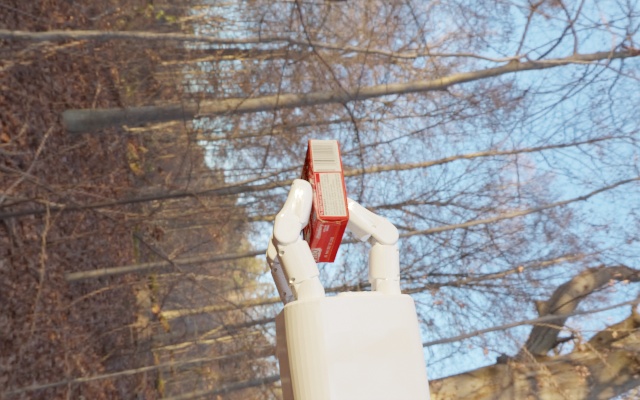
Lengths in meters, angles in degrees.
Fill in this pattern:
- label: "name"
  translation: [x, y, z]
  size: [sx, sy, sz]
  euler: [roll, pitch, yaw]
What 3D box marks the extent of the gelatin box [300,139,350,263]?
- label: "gelatin box"
  translation: [0.000, 0.001, 0.429]
  size: [0.030, 0.089, 0.073]
  euler: [1, -35, -11]
